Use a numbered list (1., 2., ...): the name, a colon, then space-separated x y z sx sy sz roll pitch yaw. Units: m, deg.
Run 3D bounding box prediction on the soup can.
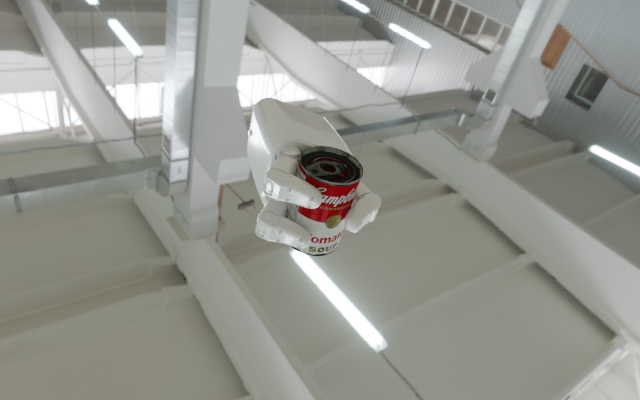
1. soup can: 0.000 0.002 0.518 0.068 0.102 0.068 10 36 -8
